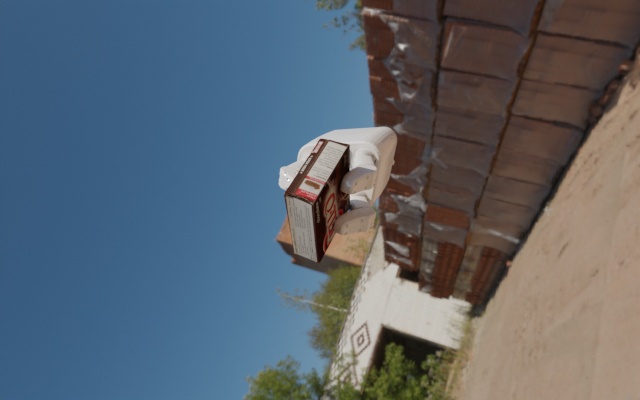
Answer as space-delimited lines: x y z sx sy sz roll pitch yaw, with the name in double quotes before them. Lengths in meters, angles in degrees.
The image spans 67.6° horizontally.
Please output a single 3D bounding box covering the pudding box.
"pudding box" 0.000 0.002 0.528 0.039 0.090 0.114 17 -36 19
